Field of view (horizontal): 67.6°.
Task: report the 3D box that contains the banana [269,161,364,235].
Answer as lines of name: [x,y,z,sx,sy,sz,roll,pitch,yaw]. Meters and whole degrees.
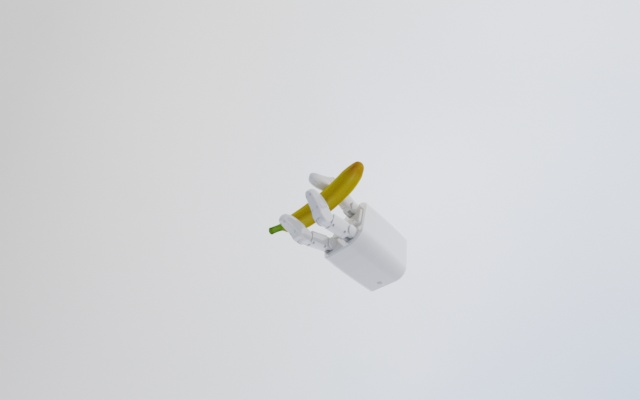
banana: [0.005,0.002,0.780,0.198,0.037,0.069,-39,-8,22]
